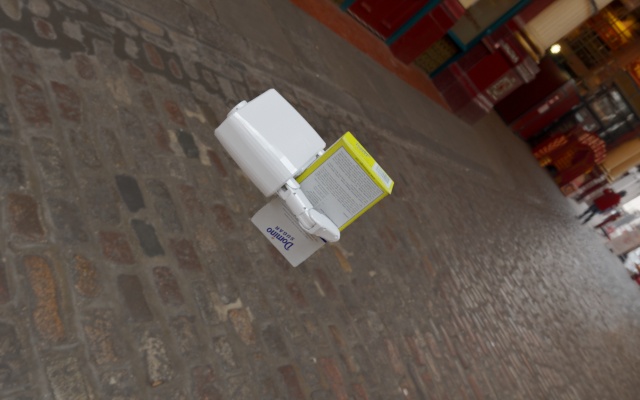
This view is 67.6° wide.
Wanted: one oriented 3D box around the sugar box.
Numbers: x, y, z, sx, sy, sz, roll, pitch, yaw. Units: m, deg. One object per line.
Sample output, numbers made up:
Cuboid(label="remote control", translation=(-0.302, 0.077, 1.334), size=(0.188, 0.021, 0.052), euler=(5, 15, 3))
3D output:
Cuboid(label="sugar box", translation=(0.000, 0.002, 0.634), size=(0.176, 0.093, 0.048), euler=(-39, 6, 26))
